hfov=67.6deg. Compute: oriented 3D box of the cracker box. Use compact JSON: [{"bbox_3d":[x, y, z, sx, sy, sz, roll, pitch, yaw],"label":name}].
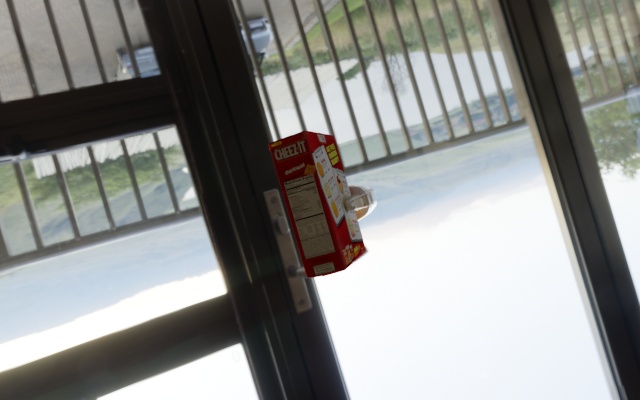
[{"bbox_3d":[0.000,0.003,0.772,0.072,0.213,0.164,-17,0,17],"label":"cracker box"}]
